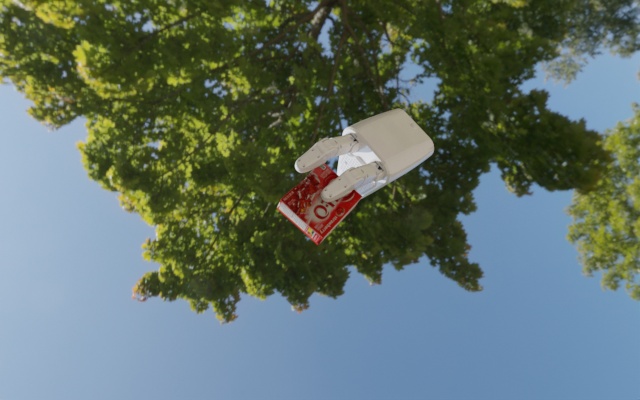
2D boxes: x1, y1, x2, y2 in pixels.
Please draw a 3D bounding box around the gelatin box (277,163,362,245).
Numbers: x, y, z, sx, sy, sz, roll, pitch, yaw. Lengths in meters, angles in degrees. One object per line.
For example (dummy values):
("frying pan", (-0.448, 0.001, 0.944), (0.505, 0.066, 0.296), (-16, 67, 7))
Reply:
("gelatin box", (0.000, 0.002, 0.623), (0.089, 0.073, 0.030), (-44, -8, -31))
